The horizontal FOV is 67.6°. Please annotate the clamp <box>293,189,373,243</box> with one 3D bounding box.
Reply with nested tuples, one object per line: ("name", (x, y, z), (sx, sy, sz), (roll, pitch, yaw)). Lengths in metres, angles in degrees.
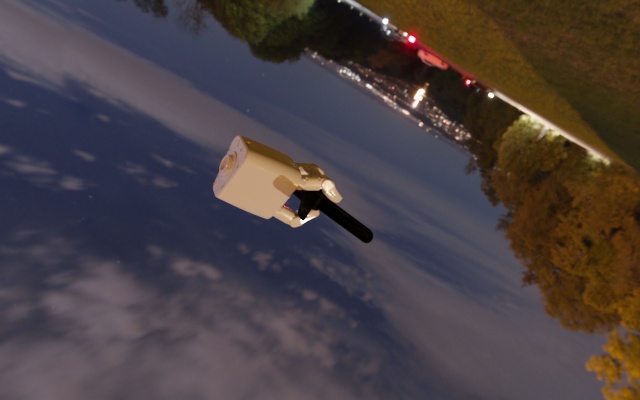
("clamp", (-0.001, 0.003, 0.869), (0.164, 0.036, 0.210), (25, 16, -32))
